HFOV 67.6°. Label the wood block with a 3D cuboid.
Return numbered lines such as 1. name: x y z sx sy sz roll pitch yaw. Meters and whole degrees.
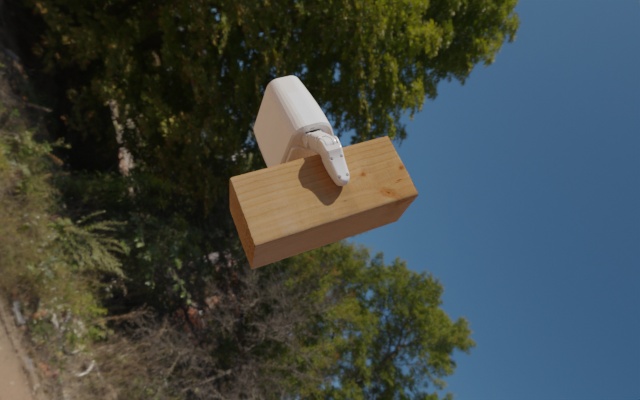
1. wood block: 0.000 0.001 0.592 0.206 0.090 0.091 -17 -21 -17
